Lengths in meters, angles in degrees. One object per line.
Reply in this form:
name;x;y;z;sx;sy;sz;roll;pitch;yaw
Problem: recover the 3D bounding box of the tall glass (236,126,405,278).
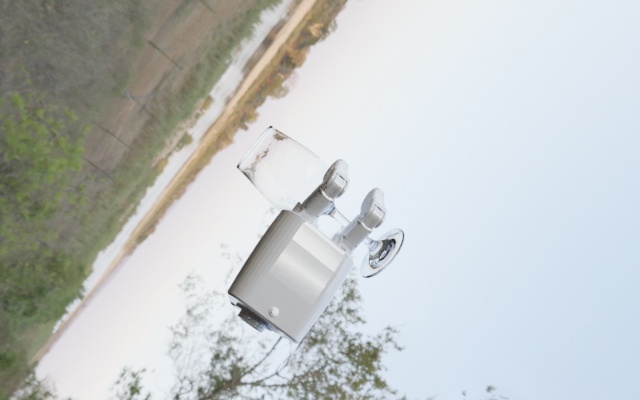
tall glass;0.001;0.002;0.552;0.201;0.079;0.079;40;-11;-13
